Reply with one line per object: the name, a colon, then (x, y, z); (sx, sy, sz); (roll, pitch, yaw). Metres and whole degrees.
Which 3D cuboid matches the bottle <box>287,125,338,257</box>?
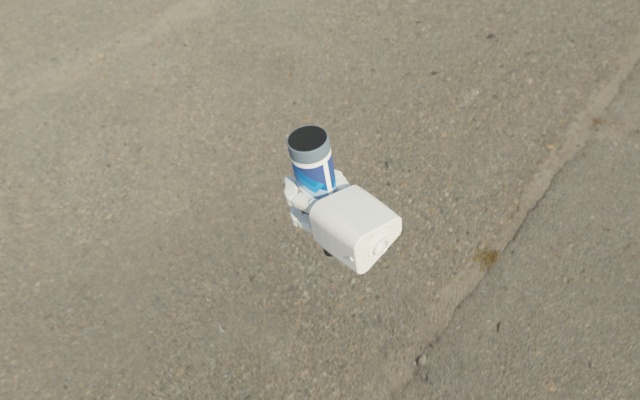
bottle: (0.000, 0.003, 0.848); (0.069, 0.069, 0.296); (0, -42, 11)
